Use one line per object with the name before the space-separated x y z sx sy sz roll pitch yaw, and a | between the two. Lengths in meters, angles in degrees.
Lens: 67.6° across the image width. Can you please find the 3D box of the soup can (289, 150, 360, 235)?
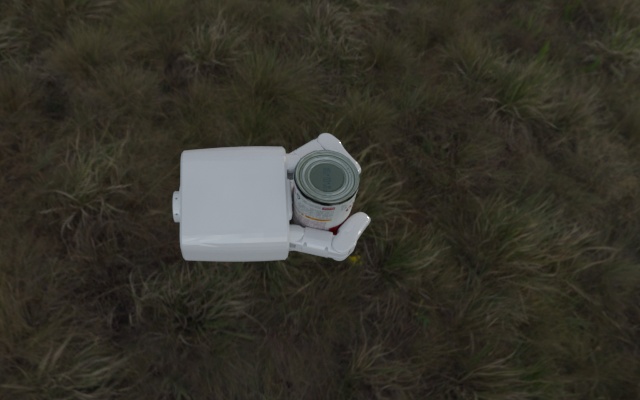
soup can | 0.001 0.002 0.511 0.068 0.068 0.102 0 -32 -9
